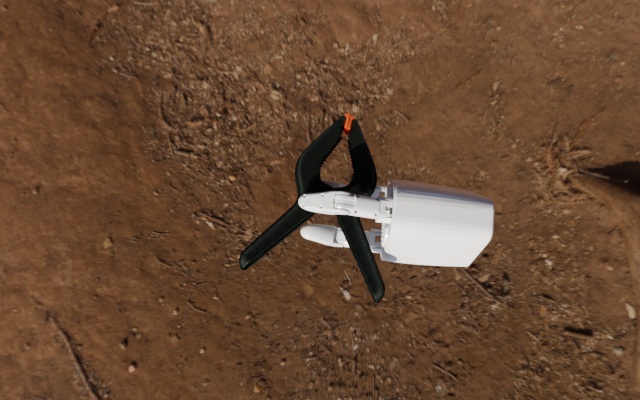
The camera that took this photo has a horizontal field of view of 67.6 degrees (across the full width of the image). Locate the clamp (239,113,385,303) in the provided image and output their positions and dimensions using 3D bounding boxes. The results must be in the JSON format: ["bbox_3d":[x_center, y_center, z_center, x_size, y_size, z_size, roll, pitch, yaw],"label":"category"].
[{"bbox_3d":[0.000,0.001,0.543,0.164,0.210,0.036,7,-10,0],"label":"clamp"}]
